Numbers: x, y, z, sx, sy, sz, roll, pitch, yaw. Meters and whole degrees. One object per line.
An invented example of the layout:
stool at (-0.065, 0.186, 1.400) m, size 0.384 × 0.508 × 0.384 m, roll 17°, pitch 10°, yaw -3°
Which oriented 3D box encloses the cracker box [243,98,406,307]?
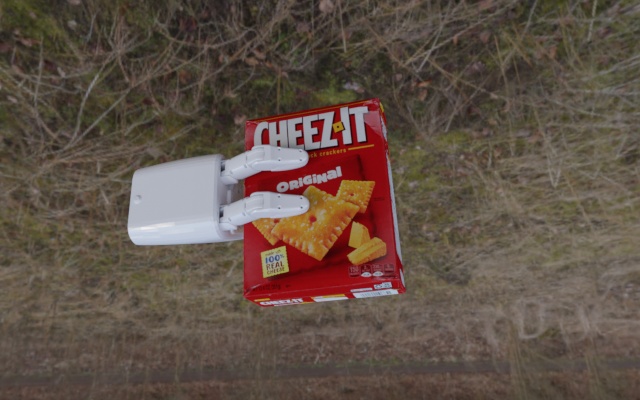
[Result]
cracker box at (0.000, 0.002, 0.535) m, size 0.164 × 0.213 × 0.072 m, roll -8°, pitch -22°, yaw 11°
